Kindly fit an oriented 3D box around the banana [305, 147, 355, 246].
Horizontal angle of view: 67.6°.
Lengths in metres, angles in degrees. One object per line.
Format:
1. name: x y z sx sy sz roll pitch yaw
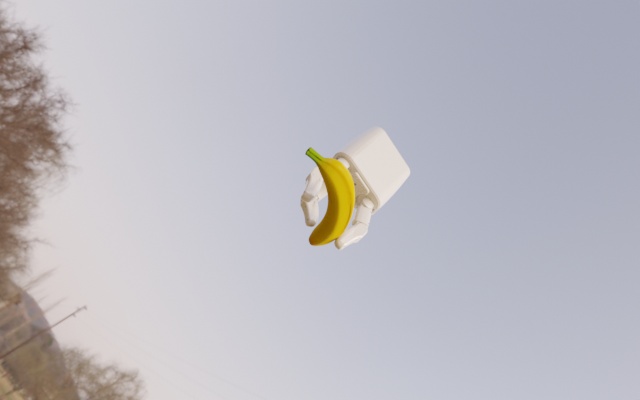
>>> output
1. banana: 0.015 0.008 0.684 0.069 0.198 0.037 26 50 23
